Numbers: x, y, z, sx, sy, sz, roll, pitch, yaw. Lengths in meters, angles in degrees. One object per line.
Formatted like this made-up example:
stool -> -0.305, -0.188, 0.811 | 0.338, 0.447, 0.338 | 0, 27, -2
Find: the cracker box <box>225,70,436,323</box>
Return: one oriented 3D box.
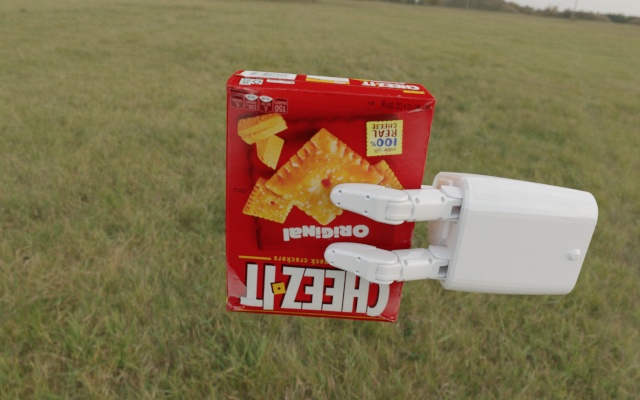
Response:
cracker box -> 0.000, 0.001, 0.427 | 0.164, 0.214, 0.072 | 4, 23, -1
